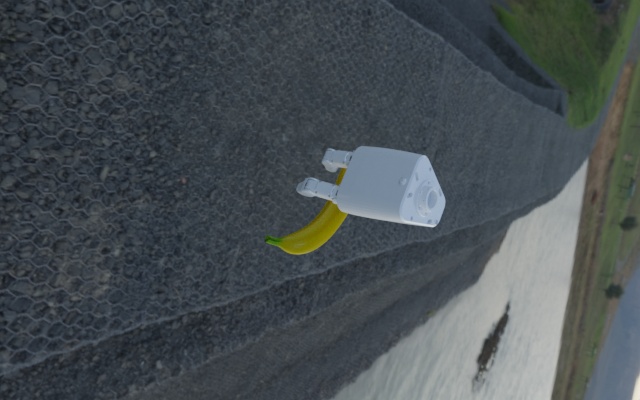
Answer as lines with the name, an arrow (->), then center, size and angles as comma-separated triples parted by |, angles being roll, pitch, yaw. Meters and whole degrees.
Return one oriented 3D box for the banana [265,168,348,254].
banana -> 0.007, 0.019, 0.728 | 0.197, 0.070, 0.037 | -45, 30, -23
